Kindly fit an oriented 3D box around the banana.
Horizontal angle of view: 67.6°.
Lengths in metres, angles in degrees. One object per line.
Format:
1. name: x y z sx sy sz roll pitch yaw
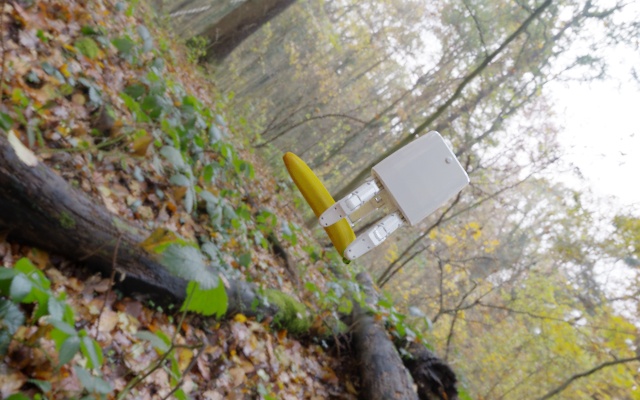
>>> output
1. banana: 0.006 0.011 0.709 0.037 0.197 0.070 -33 -23 0
